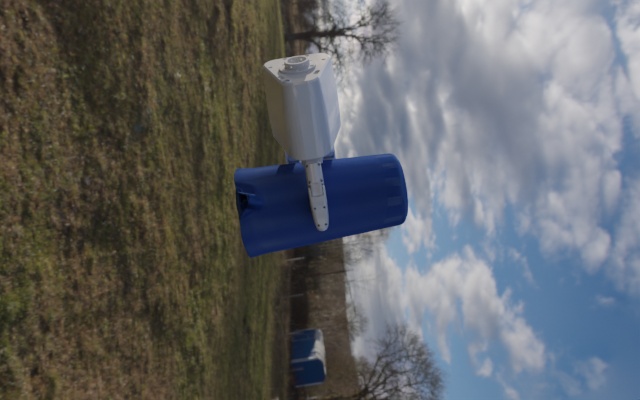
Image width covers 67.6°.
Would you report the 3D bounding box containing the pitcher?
[{"bbox_3d":[0.000,0.002,0.719,0.243,0.145,0.149,-9,32,0],"label":"pitcher"}]
